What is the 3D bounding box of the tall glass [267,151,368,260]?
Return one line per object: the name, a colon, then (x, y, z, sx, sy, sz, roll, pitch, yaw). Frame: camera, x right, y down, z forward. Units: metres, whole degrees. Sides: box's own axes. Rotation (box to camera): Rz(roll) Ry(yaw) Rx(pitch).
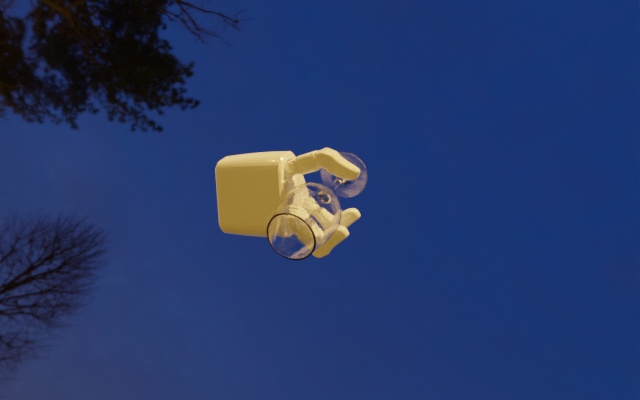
tall glass: (0.000, 0.002, 0.630, 0.079, 0.079, 0.201, 0, 24, 22)
